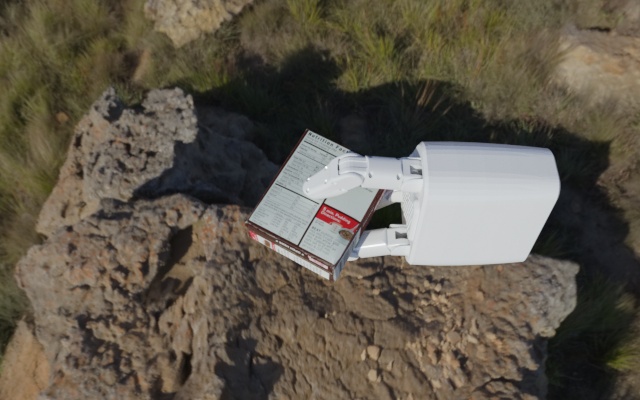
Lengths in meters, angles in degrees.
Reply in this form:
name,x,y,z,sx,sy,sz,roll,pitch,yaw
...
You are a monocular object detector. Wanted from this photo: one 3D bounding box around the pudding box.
name,x,y,z,sx,sy,sz,roll,pitch,yaw
pudding box,0.000,0.001,0.427,0.090,0.113,0.039,26,-25,12
